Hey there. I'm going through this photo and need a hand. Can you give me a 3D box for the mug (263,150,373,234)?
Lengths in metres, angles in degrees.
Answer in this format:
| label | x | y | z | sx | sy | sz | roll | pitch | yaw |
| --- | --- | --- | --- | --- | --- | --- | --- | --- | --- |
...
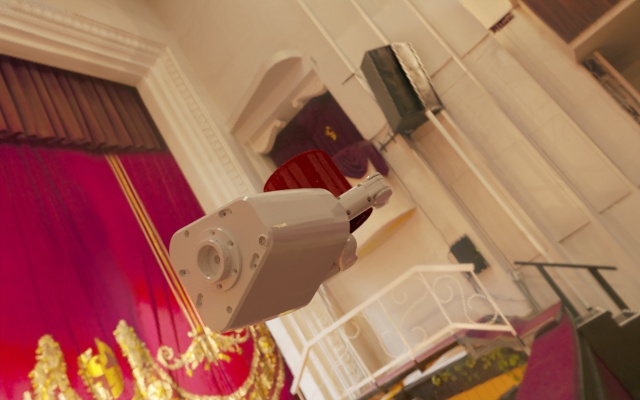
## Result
| label | x | y | z | sx | sy | sz | roll | pitch | yaw |
| --- | --- | --- | --- | --- | --- | --- | --- | --- | --- |
| mug | 0.001 | 0.001 | 0.507 | 0.093 | 0.081 | 0.117 | -43 | -19 | 26 |
